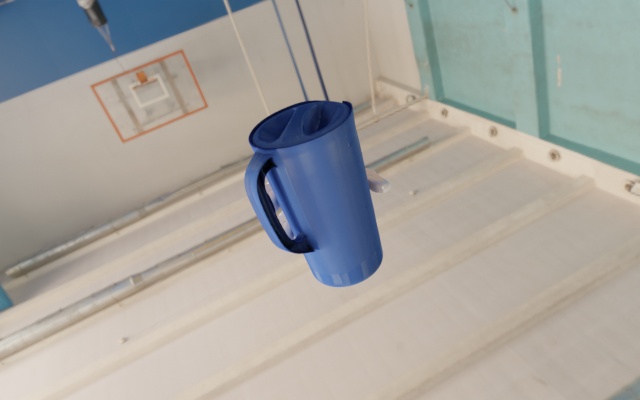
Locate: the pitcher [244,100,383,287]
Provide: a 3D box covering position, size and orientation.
[{"bbox_3d":[0.000,0.002,0.633,0.149,0.243,0.145,-18,30,2],"label":"pitcher"}]
